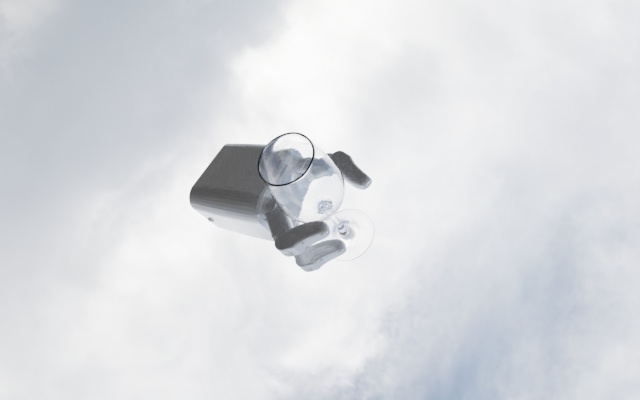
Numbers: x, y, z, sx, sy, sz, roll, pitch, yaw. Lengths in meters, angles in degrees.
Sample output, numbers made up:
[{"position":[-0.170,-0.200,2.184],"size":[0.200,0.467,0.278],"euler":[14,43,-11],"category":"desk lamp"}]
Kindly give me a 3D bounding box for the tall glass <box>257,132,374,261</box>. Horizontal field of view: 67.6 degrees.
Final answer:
[{"position":[0.000,0.002,0.551],"size":[0.079,0.079,0.201],"euler":[0,-26,23],"category":"tall glass"}]
